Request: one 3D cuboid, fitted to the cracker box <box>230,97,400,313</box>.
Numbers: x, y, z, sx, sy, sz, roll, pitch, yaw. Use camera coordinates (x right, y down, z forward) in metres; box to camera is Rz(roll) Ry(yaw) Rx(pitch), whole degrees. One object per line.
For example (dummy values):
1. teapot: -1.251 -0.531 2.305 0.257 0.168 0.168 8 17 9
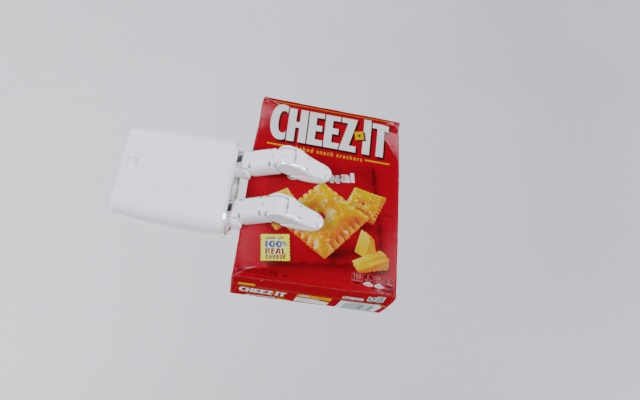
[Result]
1. cracker box: 0.000 0.002 0.521 0.164 0.213 0.072 10 -27 -8
